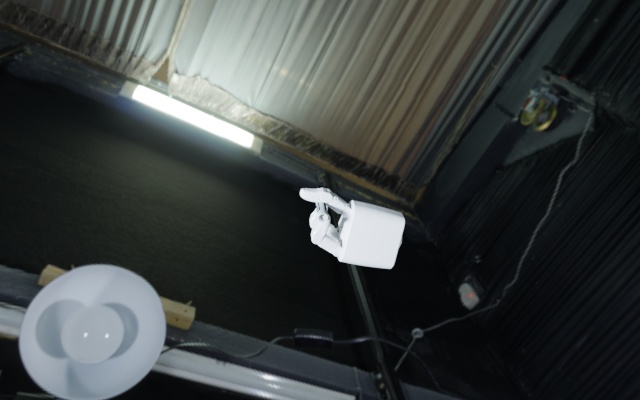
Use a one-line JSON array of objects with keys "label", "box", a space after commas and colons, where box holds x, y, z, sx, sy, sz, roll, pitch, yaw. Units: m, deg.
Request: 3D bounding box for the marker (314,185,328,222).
[{"label": "marker", "box": [0.000, 0.003, 0.890, 0.020, 0.020, 0.121, 0, 27, -5]}]
